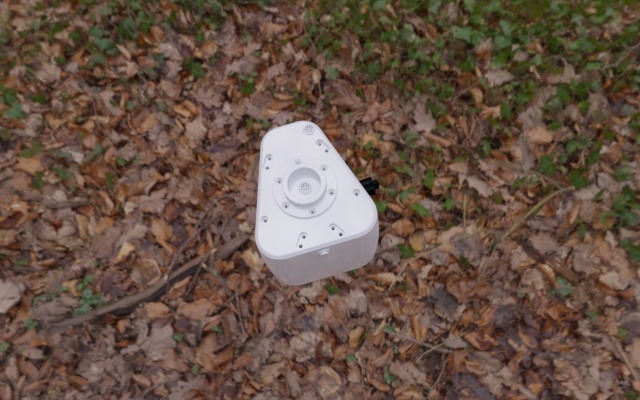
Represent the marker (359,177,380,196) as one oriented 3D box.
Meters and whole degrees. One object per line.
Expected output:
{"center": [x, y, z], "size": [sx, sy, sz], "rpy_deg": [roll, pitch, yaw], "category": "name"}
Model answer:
{"center": [0.000, 0.002, 0.473], "size": [0.121, 0.020, 0.020], "rpy_deg": [-17, 0, -2], "category": "marker"}
